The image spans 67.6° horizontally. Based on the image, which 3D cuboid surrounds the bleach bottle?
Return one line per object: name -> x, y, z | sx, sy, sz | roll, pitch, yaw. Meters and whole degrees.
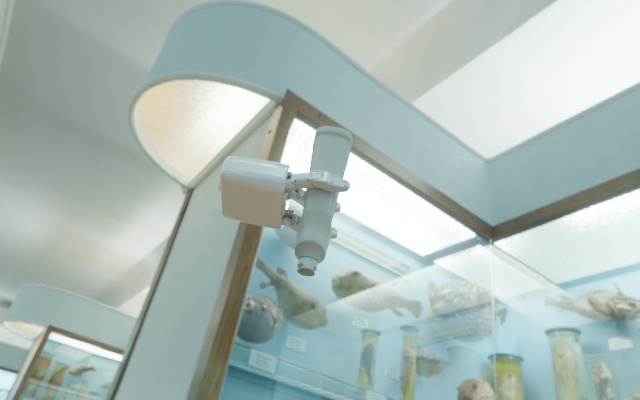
bleach bottle -> 0.000, 0.003, 0.789 | 0.068, 0.250, 0.103 | 11, -33, 2
